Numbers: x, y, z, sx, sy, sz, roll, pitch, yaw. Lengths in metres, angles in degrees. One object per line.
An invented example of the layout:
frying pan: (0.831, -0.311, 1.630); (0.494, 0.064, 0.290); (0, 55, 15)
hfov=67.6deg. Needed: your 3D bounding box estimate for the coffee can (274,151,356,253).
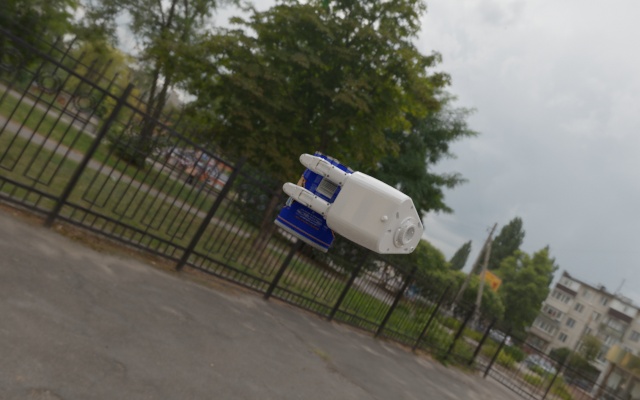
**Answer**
coffee can: (0.000, 0.003, 0.812); (0.103, 0.140, 0.103); (30, -2, 1)
